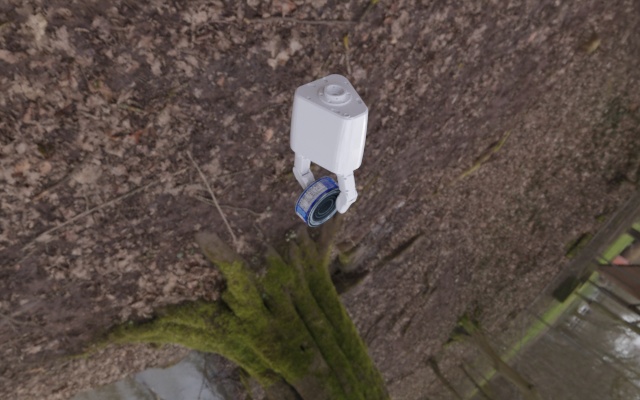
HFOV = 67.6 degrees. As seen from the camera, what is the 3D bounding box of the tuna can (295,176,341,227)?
[{"bbox_3d":[0.000,0.003,0.801,0.033,0.086,0.086,44,23,26],"label":"tuna can"}]
